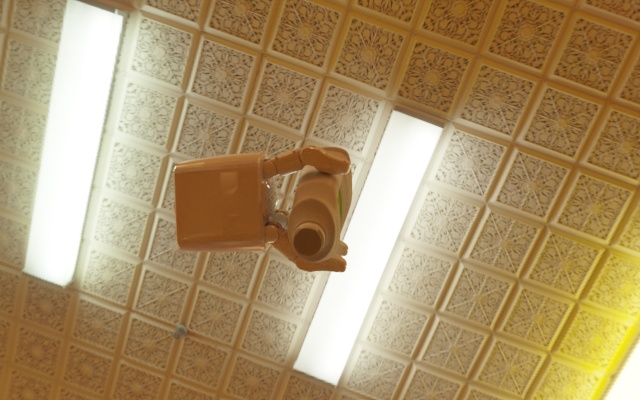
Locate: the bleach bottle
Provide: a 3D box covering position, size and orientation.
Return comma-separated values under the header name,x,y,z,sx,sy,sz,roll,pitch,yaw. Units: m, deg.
name,x,y,z,sx,sy,sz,roll,pitch,yaw
bleach bottle,0.000,0.002,0.575,0.068,0.102,0.250,-4,13,7
